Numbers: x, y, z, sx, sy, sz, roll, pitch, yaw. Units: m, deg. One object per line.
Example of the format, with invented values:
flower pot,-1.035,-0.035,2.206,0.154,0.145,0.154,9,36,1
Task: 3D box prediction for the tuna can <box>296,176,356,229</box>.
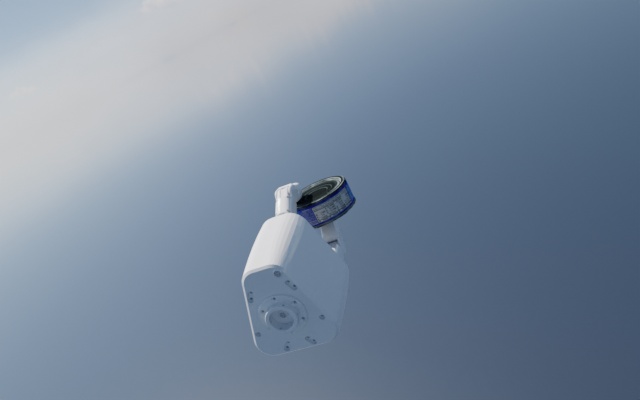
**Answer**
tuna can,0.000,0.002,0.619,0.086,0.034,0.086,-24,17,8
